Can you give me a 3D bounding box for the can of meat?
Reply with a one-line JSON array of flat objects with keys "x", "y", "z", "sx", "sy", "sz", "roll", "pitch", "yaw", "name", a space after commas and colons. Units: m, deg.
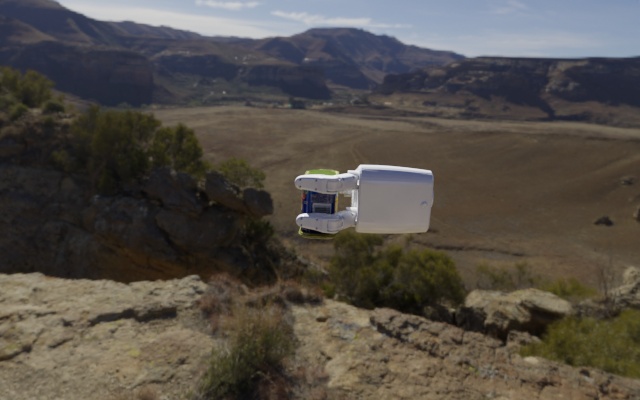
[{"x": 0.000, "y": 0.002, "z": 0.720, "sx": 0.057, "sy": 0.084, "sz": 0.102, "roll": 3, "pitch": 15, "yaw": 2, "name": "can of meat"}]
